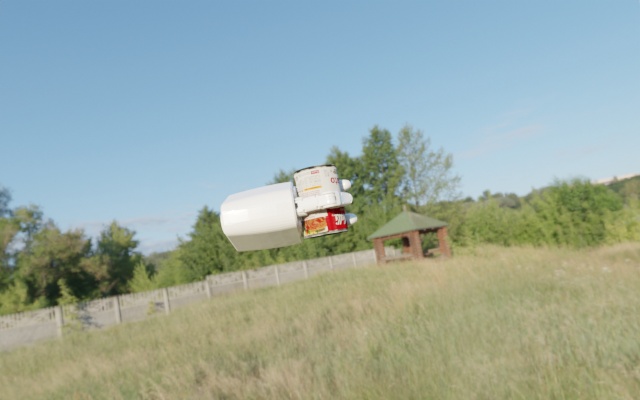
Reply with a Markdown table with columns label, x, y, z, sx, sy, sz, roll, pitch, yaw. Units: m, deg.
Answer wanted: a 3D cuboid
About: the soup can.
| label | x | y | z | sx | sy | sz | roll | pitch | yaw |
| --- | --- | --- | --- | --- | --- | --- | --- | --- | --- |
| soup can | 0.001 | 0.002 | 0.722 | 0.068 | 0.102 | 0.068 | -10 | -6 | -1 |
